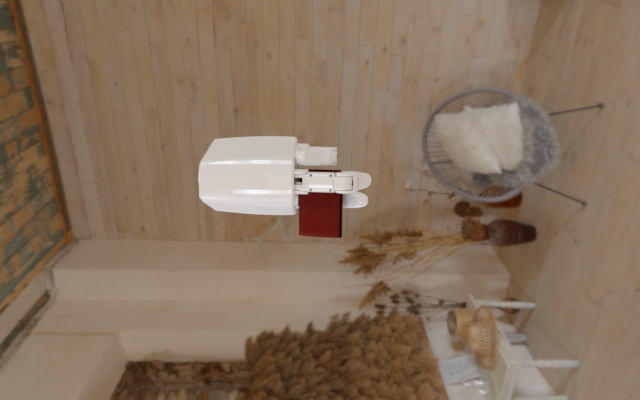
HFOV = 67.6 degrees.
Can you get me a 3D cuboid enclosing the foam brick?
[{"bbox_3d":[0.000,0.002,0.579,0.051,0.078,0.053,0,8,-1],"label":"foam brick"}]
